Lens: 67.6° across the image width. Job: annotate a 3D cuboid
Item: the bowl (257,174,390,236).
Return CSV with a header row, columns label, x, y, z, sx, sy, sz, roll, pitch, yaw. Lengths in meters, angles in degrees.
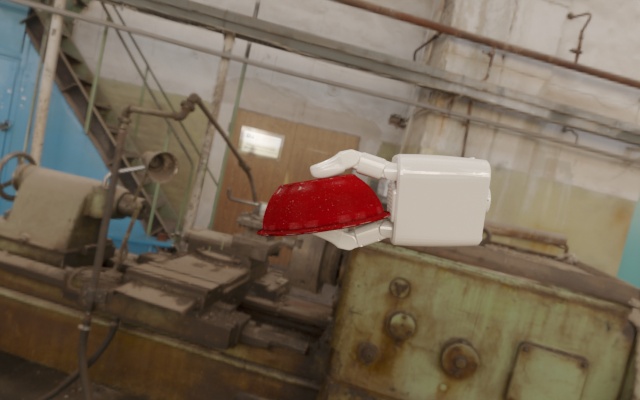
label,x,y,z,sx,sy,sz,roll,pitch,yaw
bowl,-0.001,0.002,0.573,0.162,0.055,0.162,-9,3,1
